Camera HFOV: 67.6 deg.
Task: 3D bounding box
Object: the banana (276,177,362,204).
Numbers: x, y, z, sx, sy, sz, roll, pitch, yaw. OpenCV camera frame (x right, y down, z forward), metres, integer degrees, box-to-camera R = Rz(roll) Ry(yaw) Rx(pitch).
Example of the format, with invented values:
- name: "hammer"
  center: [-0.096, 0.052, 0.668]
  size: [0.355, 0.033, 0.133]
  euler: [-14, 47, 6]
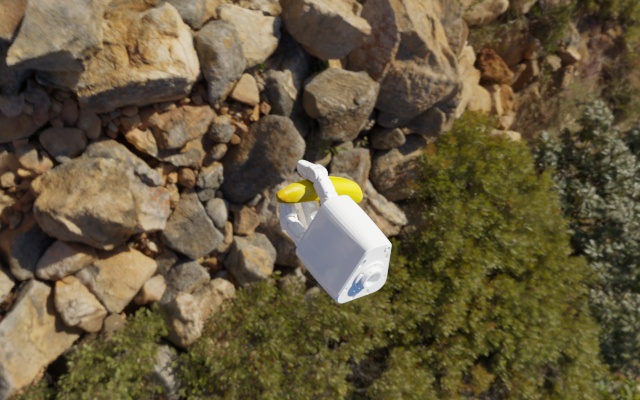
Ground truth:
- name: "banana"
  center: [0.014, -0.010, 0.764]
  size: [0.070, 0.037, 0.198]
  euler: [-47, -30, 22]
